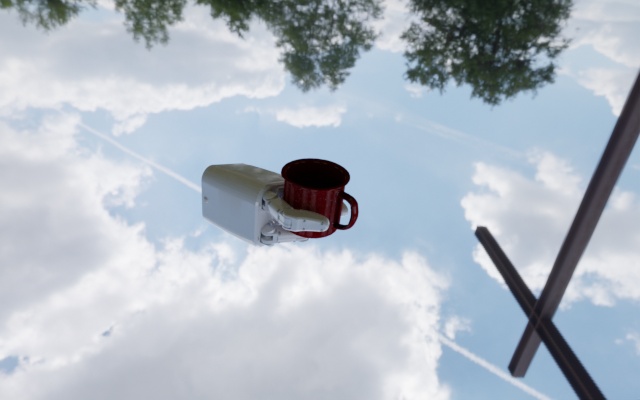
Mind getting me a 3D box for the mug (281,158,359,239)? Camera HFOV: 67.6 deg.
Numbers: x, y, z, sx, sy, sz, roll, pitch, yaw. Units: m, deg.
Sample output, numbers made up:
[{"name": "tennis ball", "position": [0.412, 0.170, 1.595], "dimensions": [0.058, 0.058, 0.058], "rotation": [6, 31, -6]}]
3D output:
[{"name": "mug", "position": [0.001, 0.003, 0.649], "dimensions": [0.117, 0.081, 0.093], "rotation": [22, 34, 25]}]
